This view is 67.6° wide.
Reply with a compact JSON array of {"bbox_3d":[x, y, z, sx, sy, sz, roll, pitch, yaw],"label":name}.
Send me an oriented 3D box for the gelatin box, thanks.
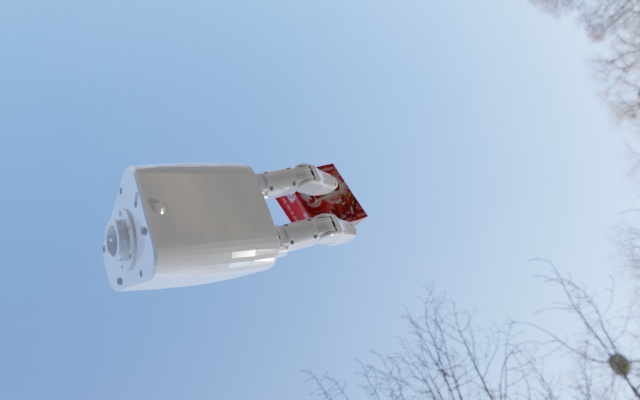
[{"bbox_3d":[0.000,0.002,0.501,0.030,0.073,0.089,-42,-16,35],"label":"gelatin box"}]
